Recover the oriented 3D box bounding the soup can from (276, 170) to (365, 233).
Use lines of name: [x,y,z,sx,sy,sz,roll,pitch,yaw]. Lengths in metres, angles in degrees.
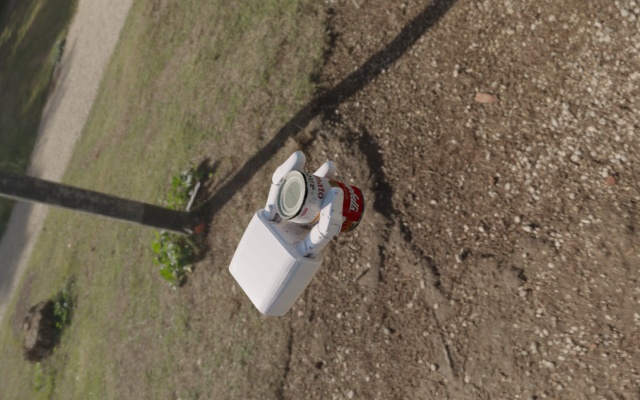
soup can: [0.000,0.002,0.646,0.102,0.068,0.068,14,-9,-36]
